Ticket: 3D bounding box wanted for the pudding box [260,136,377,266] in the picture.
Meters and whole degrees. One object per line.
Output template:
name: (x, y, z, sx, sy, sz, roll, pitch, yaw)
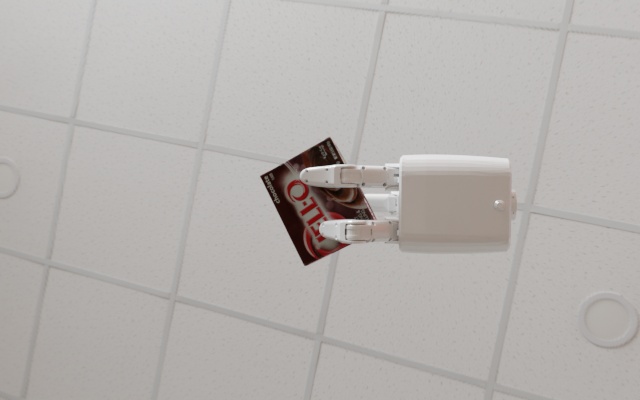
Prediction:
pudding box: (0.000, 0.002, 0.520, 0.090, 0.113, 0.039, -28, -7, 11)
